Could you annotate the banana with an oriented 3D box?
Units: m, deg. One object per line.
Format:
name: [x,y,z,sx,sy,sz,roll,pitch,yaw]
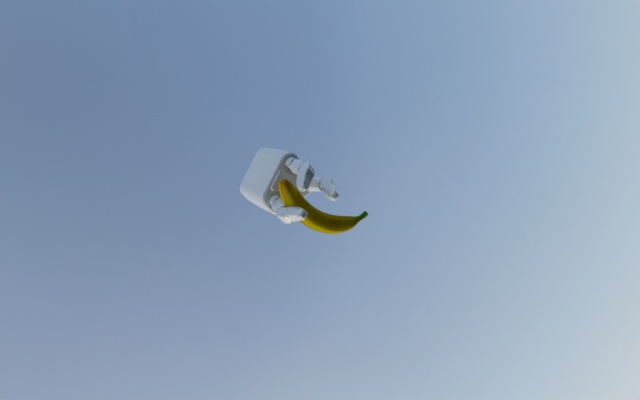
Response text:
banana: [-0.005,0.021,0.873,0.198,0.069,0.037,21,5,-33]
